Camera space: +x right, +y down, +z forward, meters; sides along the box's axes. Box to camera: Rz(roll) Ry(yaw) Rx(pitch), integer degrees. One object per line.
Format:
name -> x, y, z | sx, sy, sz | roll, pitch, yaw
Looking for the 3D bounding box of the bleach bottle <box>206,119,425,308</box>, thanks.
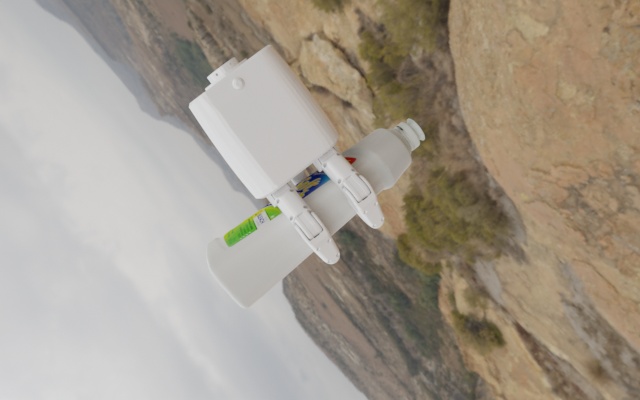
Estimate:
bleach bottle -> 0.000, 0.002, 0.498 | 0.251, 0.068, 0.102 | -38, 16, -4
